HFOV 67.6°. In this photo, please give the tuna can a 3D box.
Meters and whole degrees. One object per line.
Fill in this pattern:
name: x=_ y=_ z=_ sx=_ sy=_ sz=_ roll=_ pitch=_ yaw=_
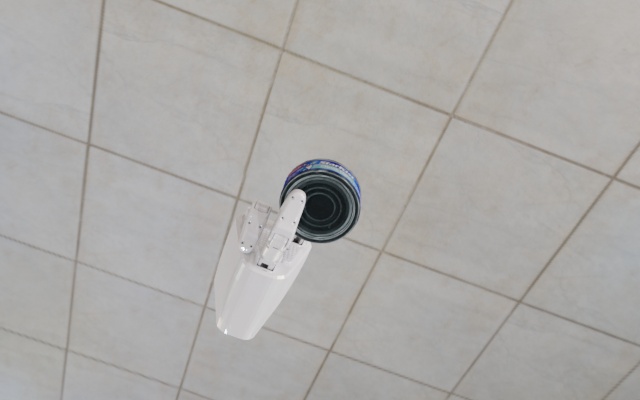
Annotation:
tuna can: x=0.000 y=0.002 z=0.501 sx=0.086 sy=0.086 sz=0.033 roll=0 pitch=23 yaw=5
